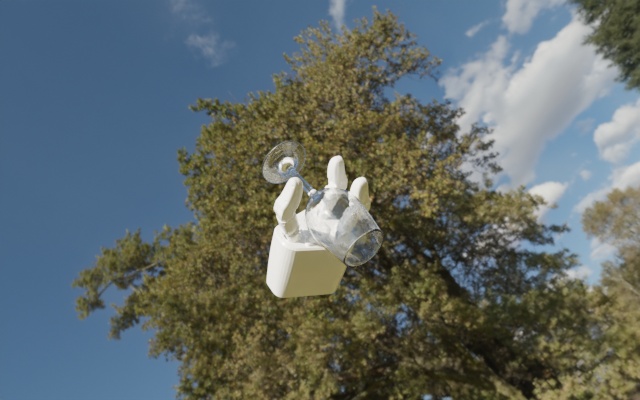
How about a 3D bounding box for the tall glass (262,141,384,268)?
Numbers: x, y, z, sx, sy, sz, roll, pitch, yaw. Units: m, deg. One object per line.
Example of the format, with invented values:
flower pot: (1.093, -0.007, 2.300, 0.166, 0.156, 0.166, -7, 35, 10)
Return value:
tall glass: (0.000, 0.002, 0.647, 0.079, 0.079, 0.201, 0, 36, -42)
